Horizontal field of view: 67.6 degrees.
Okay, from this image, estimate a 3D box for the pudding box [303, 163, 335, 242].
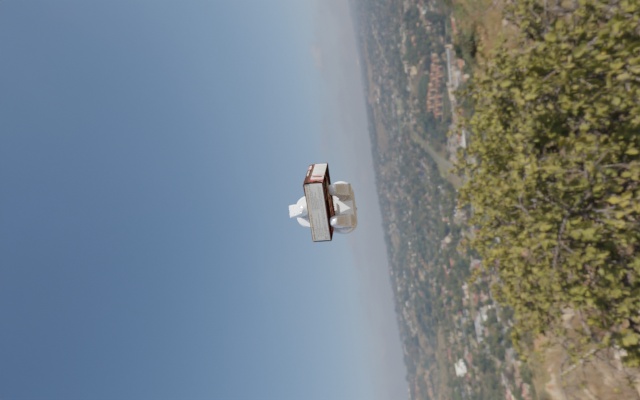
[{"bbox_3d":[0.000,0.003,0.826,0.039,0.113,0.090,-7,24,8],"label":"pudding box"}]
